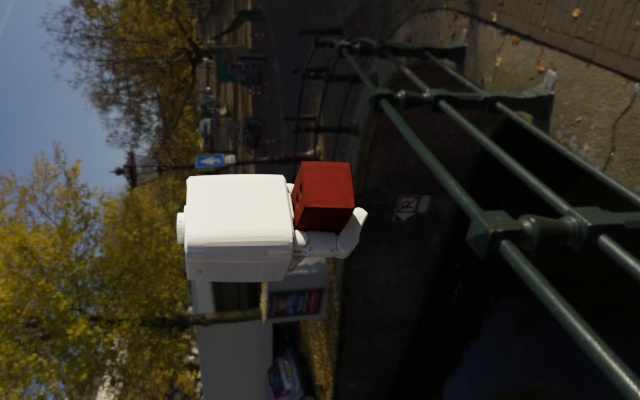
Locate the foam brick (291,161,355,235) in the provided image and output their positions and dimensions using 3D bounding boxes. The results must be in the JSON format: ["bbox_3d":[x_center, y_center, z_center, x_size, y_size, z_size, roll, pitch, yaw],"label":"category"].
[{"bbox_3d":[0.000,0.001,0.492,0.051,0.053,0.078,3,-28,-12],"label":"foam brick"}]
